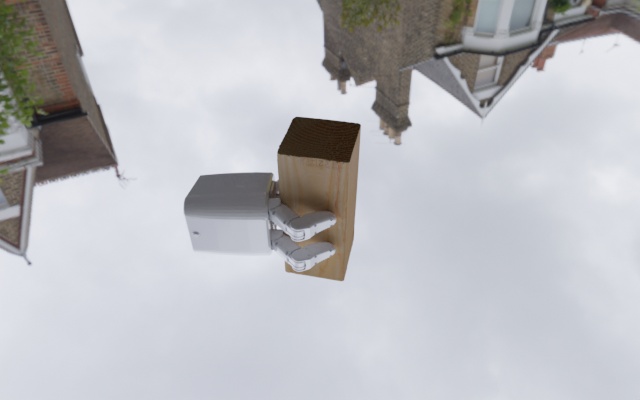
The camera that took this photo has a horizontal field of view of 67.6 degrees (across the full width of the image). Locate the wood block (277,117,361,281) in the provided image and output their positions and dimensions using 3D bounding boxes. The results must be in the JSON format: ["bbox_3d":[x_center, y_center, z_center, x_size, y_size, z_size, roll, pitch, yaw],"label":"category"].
[{"bbox_3d":[0.000,0.002,0.645,0.090,0.206,0.090,8,41,9],"label":"wood block"}]
